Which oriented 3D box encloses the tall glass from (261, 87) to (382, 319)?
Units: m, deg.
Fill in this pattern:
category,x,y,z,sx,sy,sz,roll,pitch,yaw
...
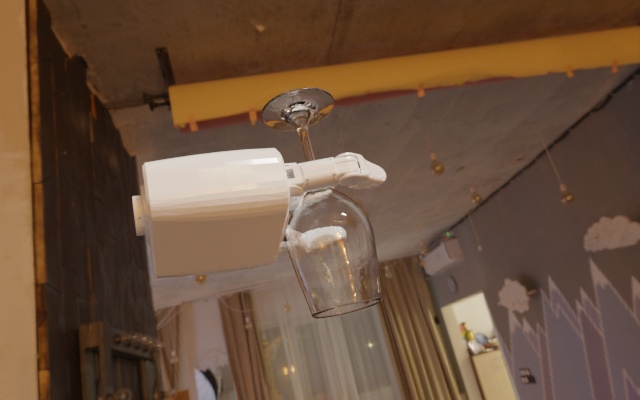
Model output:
category,x,y,z,sx,sy,sz,roll,pitch,yaw
tall glass,0.000,0.001,0.438,0.079,0.201,0.079,-13,-19,-5
